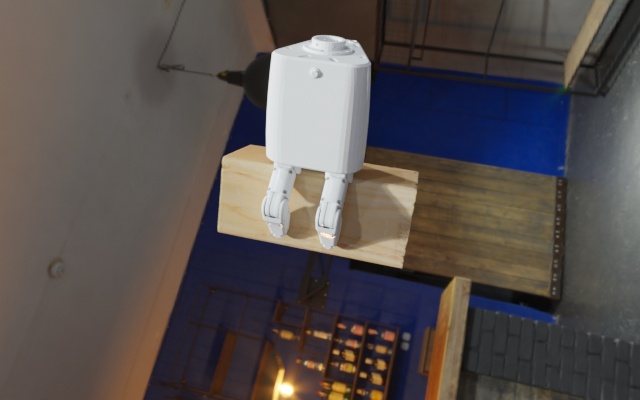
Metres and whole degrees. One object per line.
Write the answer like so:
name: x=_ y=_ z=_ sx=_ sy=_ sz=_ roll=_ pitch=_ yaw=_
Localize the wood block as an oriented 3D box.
wood block: x=0.000 y=0.001 z=0.542 sx=0.206 sy=0.090 sz=0.090 roll=10 pitch=17 yaw=10
